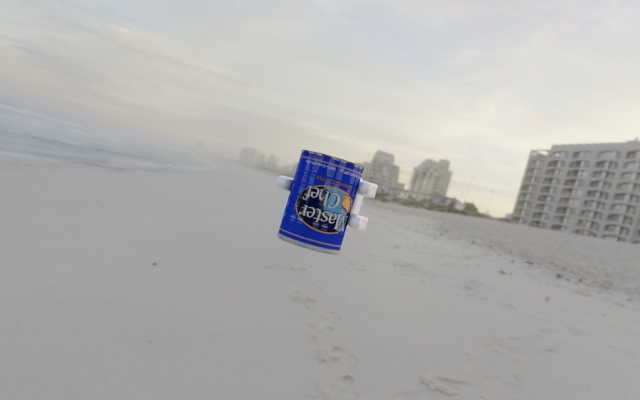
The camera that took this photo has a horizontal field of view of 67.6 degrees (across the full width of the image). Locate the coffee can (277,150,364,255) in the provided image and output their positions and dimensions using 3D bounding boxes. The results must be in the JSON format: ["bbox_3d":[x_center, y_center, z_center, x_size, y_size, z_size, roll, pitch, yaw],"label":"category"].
[{"bbox_3d":[0.000,0.003,0.744,0.103,0.140,0.103,16,1,0],"label":"coffee can"}]
